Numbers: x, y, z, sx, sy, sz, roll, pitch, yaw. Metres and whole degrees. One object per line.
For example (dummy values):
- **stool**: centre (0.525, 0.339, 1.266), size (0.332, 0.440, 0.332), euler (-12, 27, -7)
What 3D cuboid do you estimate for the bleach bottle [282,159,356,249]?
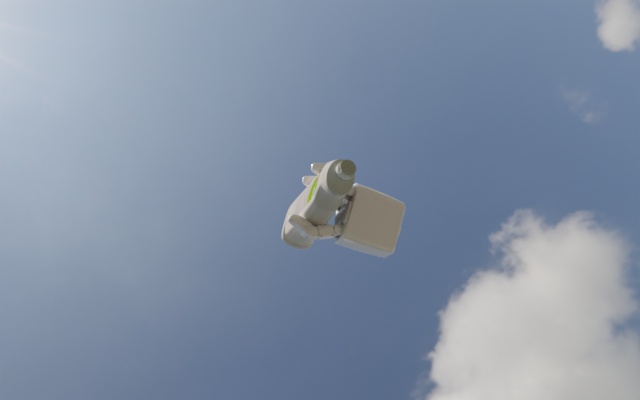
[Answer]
- **bleach bottle**: centre (0.000, 0.003, 0.869), size (0.068, 0.102, 0.251), euler (20, -29, -13)
